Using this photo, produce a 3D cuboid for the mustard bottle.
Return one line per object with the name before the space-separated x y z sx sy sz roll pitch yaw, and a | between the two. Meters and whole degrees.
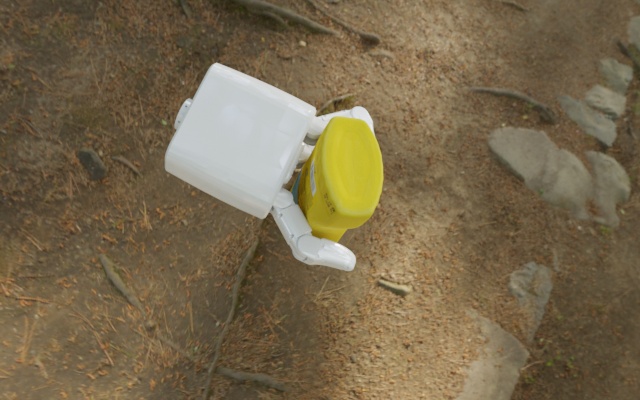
mustard bottle | 0.000 0.002 0.486 0.058 0.096 0.192 3 -22 -17
